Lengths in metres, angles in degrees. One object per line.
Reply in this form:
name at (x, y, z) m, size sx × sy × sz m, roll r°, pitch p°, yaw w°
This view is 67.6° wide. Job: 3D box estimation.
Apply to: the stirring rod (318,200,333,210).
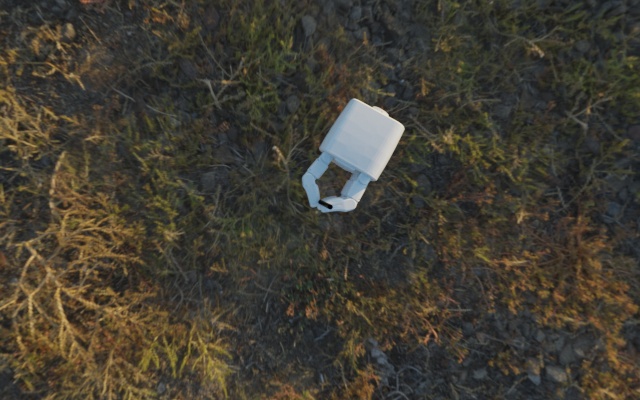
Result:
stirring rod at (0.000, 0.003, 0.829) m, size 0.011 × 0.011 × 0.239 m, roll 0°, pitch 3°, yaw -7°
